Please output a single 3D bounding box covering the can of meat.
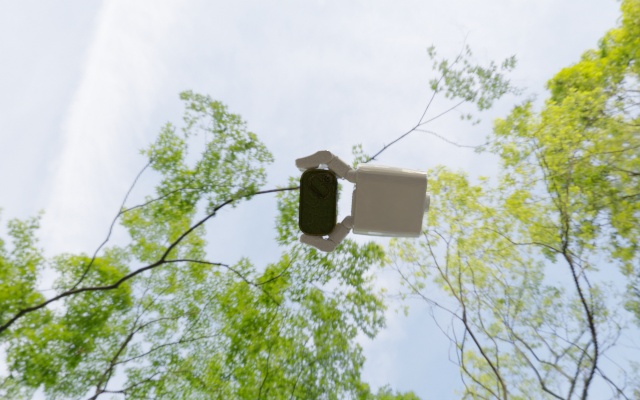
[{"bbox_3d":[0.000,0.003,0.759,0.057,0.102,0.084,2,1,6],"label":"can of meat"}]
